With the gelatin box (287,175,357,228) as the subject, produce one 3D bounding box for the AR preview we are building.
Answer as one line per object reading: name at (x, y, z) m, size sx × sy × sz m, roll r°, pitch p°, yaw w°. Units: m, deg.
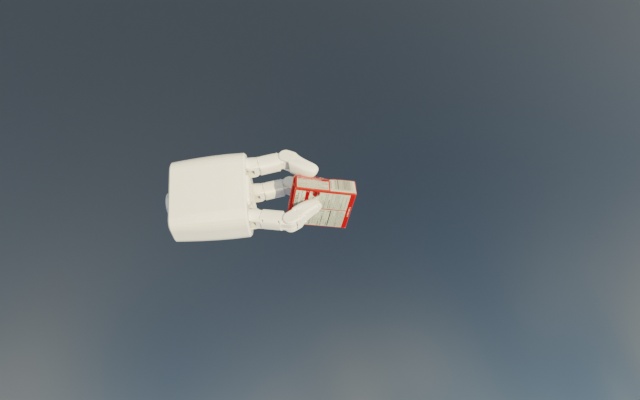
gelatin box at (0.000, 0.003, 0.679) m, size 0.089 × 0.030 × 0.073 m, roll 6°, pitch -45°, yaw -8°
